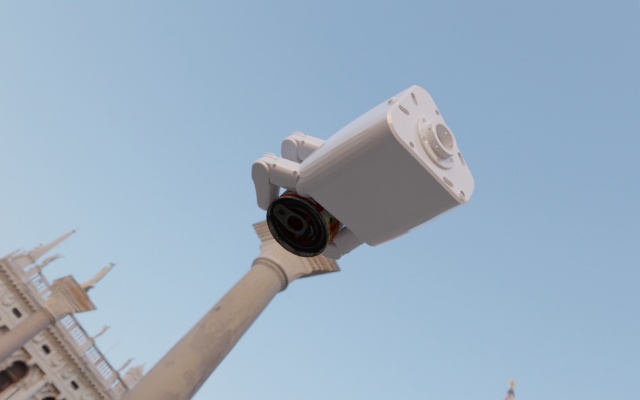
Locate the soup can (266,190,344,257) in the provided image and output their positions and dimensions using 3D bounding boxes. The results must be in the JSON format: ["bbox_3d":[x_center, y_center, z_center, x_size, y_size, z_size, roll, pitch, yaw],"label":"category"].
[{"bbox_3d":[0.000,0.002,0.490,0.068,0.068,0.102,0,29,32],"label":"soup can"}]
